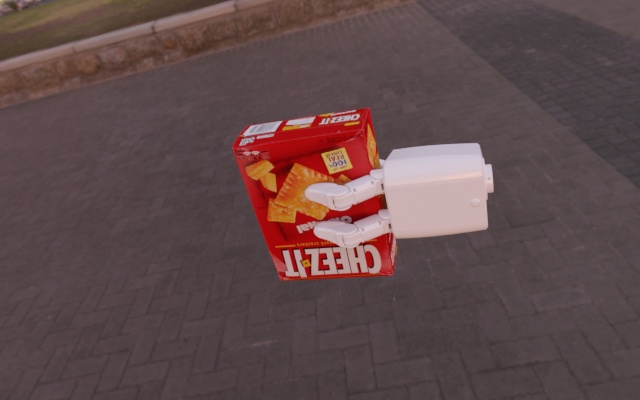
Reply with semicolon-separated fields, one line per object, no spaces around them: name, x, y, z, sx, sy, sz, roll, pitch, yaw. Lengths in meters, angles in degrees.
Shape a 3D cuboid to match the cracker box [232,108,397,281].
cracker box;0.000;0.002;0.611;0.164;0.214;0.072;-5;31;17
